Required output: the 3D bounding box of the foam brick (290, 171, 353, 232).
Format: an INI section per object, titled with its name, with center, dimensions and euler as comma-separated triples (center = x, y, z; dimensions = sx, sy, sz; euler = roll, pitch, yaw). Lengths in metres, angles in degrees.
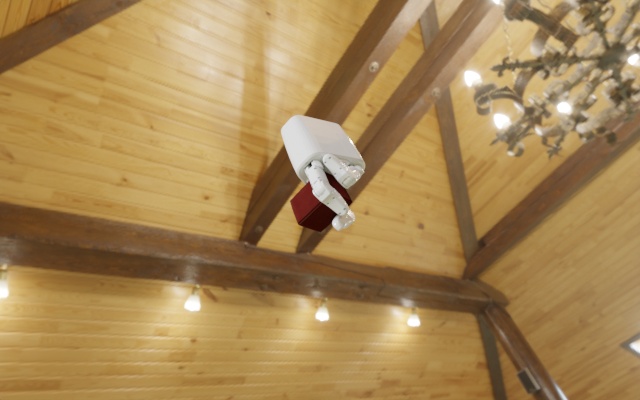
[foam brick]
center = 0.000, 0.003, 0.747
dimensions = 0.078, 0.051, 0.053
euler = -44, -42, 21
